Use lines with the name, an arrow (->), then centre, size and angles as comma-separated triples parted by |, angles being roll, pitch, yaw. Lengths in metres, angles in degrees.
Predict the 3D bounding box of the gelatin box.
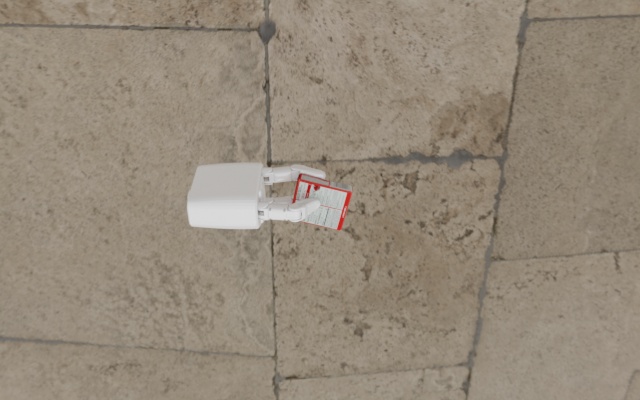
gelatin box -> 0.000, 0.003, 0.766 | 0.089, 0.073, 0.030 | 13, 26, -2
